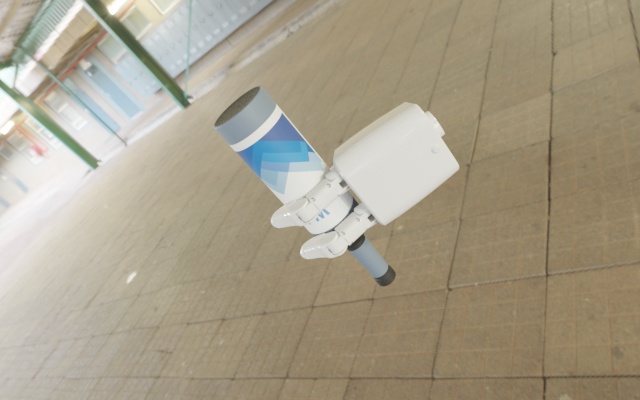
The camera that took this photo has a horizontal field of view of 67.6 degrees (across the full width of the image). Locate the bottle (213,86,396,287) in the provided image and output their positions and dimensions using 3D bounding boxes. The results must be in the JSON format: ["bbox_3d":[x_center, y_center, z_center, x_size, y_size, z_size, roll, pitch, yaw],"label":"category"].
[{"bbox_3d":[0.000,0.002,0.562,0.296,0.069,0.069,49,-26,-25],"label":"bottle"}]
